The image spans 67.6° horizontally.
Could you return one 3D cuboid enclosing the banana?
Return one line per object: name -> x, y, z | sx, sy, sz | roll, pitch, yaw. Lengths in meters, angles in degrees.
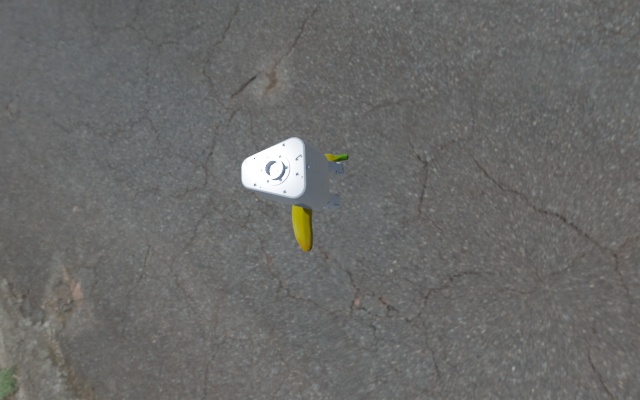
banana -> -0.015, -0.007, 0.883 | 0.069, 0.198, 0.037 | 21, -2, 14
